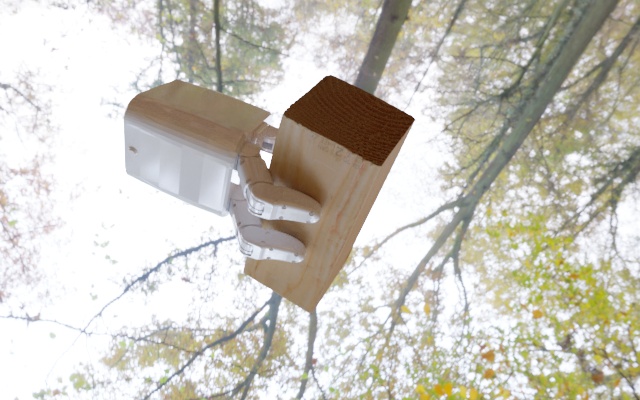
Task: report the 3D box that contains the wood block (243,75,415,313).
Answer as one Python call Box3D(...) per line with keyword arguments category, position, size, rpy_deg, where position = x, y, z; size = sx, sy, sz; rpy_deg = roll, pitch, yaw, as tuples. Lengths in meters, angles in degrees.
Box3D(category="wood block", position=(0.000, 0.001, 0.457), size=(0.090, 0.206, 0.090), rpy_deg=(29, 44, 9))
